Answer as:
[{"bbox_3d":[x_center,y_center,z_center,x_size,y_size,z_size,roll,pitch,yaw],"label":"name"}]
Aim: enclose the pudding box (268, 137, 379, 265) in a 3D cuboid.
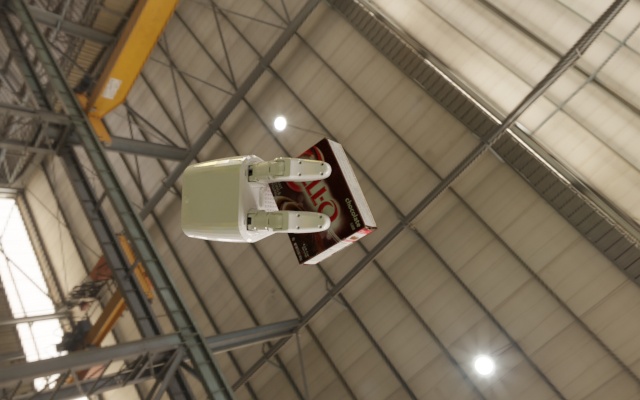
[{"bbox_3d":[0.000,0.002,0.523,0.090,0.113,0.039,-33,-20,26],"label":"pudding box"}]
